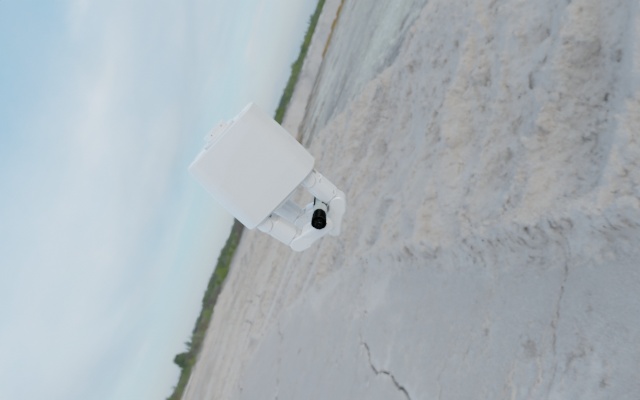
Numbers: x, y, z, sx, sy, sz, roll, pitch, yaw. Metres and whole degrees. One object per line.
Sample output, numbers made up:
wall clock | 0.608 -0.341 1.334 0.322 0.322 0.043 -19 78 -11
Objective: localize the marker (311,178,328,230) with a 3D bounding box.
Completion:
marker | 0.000 0.002 0.609 0.020 0.020 0.121 0 26 3
